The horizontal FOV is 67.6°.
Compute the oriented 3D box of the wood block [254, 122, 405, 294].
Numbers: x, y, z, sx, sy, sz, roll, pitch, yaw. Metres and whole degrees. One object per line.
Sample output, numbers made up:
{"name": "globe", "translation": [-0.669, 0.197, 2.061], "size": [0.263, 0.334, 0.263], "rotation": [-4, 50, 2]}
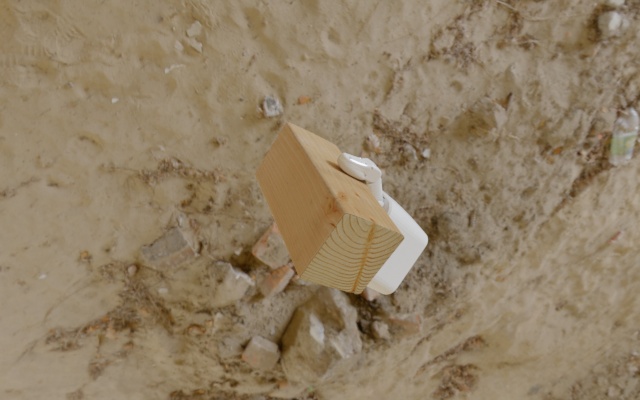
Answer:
{"name": "wood block", "translation": [0.001, 0.002, 0.578], "size": [0.090, 0.091, 0.206], "rotation": [21, 23, -34]}
